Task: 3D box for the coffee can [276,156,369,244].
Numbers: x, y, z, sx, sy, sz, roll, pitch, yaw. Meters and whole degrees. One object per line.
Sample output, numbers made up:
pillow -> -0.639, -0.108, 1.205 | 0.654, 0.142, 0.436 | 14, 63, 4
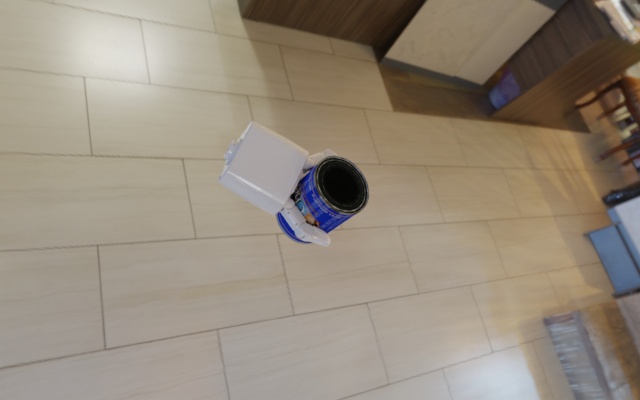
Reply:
coffee can -> 0.000, 0.003, 0.801 | 0.103, 0.102, 0.140 | 0, -23, -33
